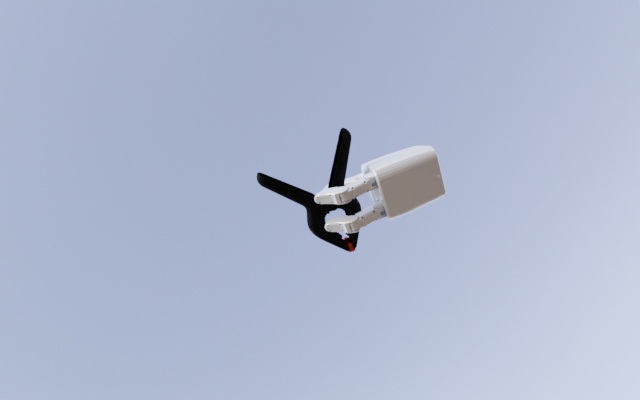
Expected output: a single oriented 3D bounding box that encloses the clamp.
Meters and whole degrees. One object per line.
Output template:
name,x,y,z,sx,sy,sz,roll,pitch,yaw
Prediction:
clamp,0.000,0.003,0.793,0.164,0.210,0.036,-21,25,-2
